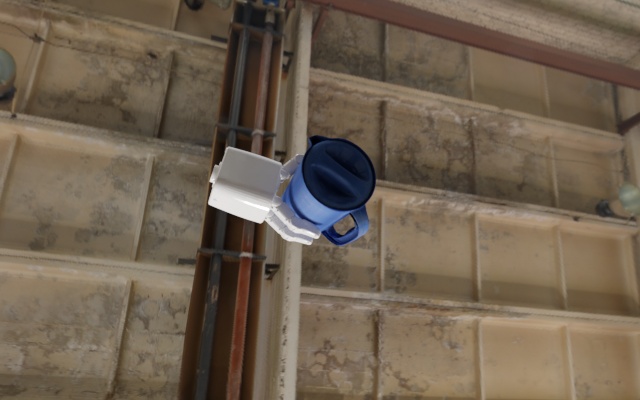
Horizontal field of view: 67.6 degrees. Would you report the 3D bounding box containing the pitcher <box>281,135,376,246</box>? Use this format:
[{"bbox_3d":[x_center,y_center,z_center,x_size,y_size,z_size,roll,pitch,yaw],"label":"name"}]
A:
[{"bbox_3d":[0.000,0.003,0.889,0.145,0.149,0.243,19,-25,-12],"label":"pitcher"}]
